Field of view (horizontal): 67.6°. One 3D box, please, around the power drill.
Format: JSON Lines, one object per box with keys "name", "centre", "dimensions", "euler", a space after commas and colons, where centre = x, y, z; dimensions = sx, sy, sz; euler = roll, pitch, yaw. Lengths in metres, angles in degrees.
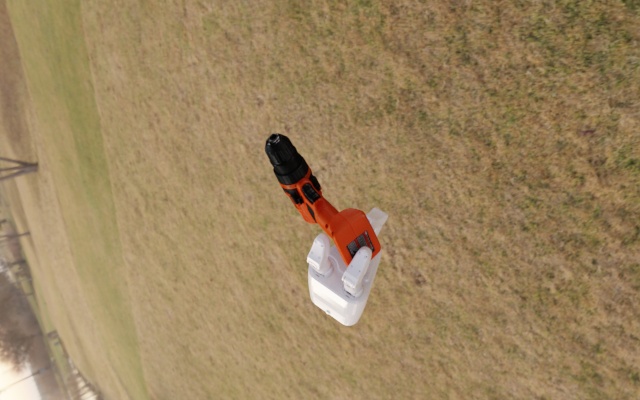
{"name": "power drill", "centre": [0.000, 0.003, 0.685], "dimensions": [0.187, 0.057, 0.185], "euler": [46, -9, 44]}
